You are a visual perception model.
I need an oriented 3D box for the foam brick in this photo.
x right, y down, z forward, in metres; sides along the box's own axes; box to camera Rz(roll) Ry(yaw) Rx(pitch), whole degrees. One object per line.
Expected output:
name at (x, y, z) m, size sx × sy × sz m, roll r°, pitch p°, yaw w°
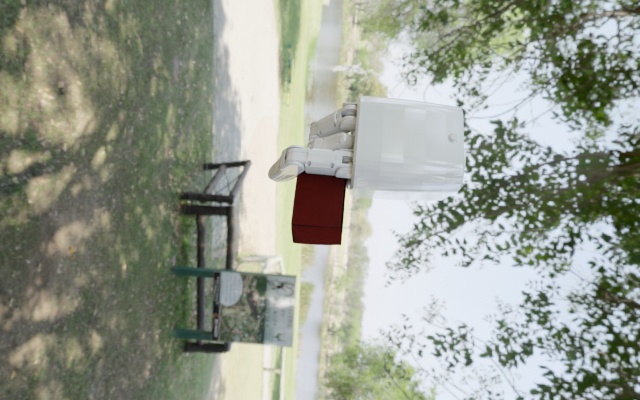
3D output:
foam brick at (0.000, 0.002, 0.490) m, size 0.051 × 0.078 × 0.053 m, roll 5°, pitch -23°, yaw 2°
